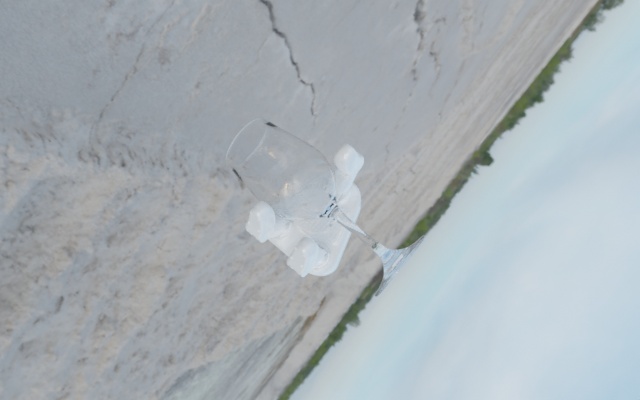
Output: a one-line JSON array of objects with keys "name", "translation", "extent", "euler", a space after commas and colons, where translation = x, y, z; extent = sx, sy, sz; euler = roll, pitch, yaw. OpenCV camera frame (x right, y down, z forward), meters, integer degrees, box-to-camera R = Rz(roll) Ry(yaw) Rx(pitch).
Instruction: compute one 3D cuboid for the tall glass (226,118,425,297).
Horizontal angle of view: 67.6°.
[{"name": "tall glass", "translation": [0.001, 0.002, 0.471], "extent": [0.201, 0.079, 0.079], "euler": [39, 9, 11]}]
